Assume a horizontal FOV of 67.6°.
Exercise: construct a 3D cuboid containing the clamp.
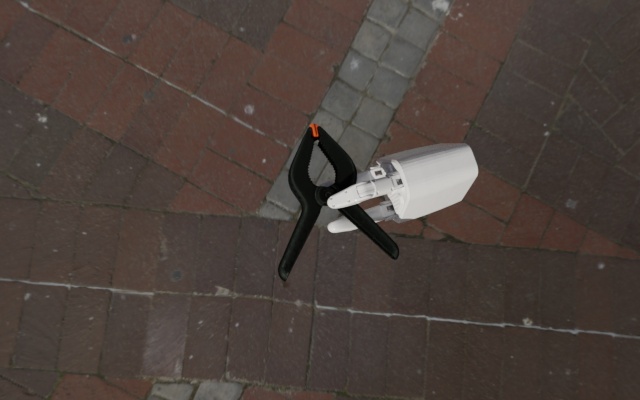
[{"bbox_3d":[0.000,0.001,0.645,0.164,0.210,0.036,-17,-7,-10],"label":"clamp"}]
